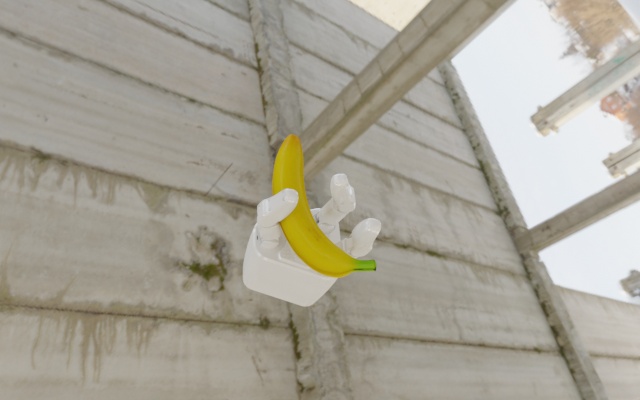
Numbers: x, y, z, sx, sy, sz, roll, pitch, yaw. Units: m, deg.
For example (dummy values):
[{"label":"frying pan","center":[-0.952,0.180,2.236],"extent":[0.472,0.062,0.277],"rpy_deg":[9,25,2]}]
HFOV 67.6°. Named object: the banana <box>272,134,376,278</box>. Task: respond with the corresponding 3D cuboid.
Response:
[{"label":"banana","center":[-0.015,0.012,0.531],"extent":[0.069,0.197,0.037],"rpy_deg":[-26,-26,-9]}]
